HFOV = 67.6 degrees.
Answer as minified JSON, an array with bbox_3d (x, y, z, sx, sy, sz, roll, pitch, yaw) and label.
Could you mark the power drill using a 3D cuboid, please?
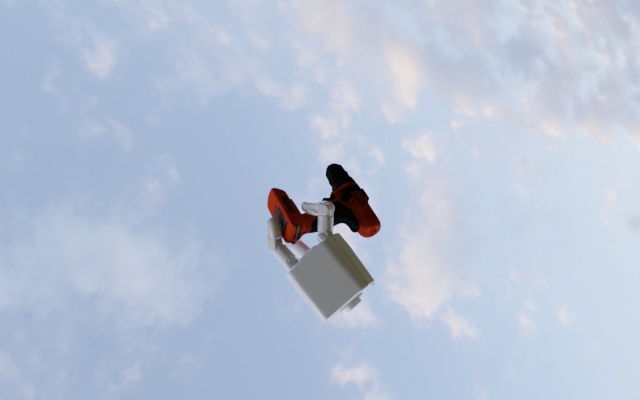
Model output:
[{"bbox_3d":[0.000,0.003,0.895,0.187,0.057,0.184,-10,48,-26],"label":"power drill"}]
